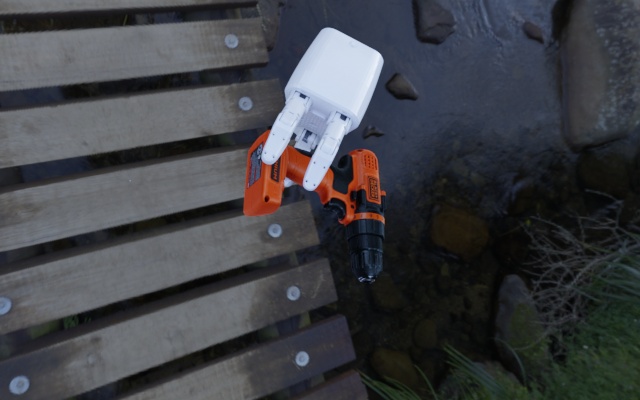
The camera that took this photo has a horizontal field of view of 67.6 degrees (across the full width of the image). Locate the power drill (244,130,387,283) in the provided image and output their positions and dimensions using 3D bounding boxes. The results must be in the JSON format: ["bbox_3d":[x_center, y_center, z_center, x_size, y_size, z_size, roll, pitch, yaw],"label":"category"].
[{"bbox_3d":[0.000,0.002,0.594,0.188,0.184,0.057,17,-33,-31],"label":"power drill"}]
